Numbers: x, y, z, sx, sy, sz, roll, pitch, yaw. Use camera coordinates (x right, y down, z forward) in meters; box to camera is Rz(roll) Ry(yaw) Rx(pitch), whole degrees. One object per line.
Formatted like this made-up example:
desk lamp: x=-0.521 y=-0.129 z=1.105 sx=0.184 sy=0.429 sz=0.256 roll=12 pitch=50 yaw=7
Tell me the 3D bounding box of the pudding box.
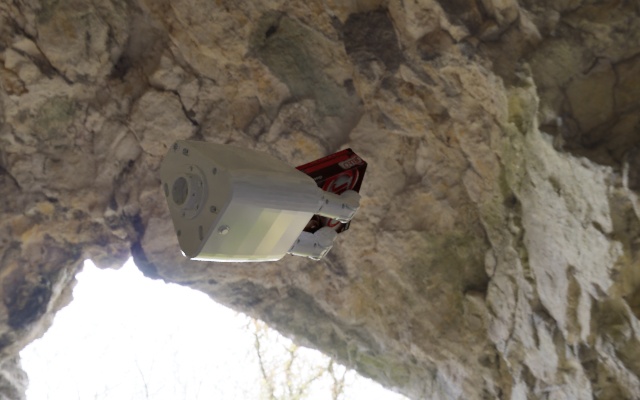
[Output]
pudding box: x=0.000 y=0.002 z=0.552 sx=0.090 sy=0.114 sz=0.039 roll=-22 pitch=55 yaw=-30
